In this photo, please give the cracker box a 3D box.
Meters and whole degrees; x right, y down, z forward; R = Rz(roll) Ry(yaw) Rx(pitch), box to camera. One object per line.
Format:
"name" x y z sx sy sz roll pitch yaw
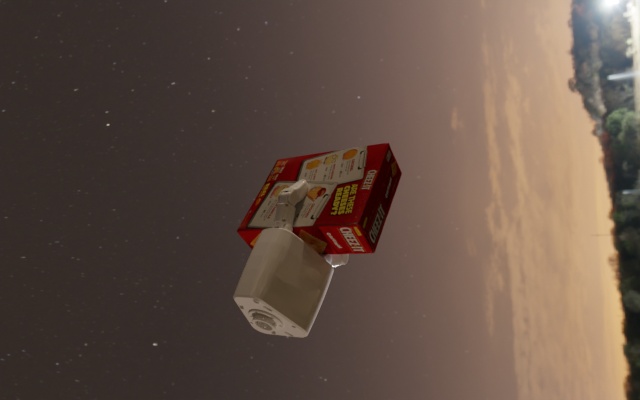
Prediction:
"cracker box" 0.000 0.002 0.730 0.214 0.164 0.072 -5 -46 33
